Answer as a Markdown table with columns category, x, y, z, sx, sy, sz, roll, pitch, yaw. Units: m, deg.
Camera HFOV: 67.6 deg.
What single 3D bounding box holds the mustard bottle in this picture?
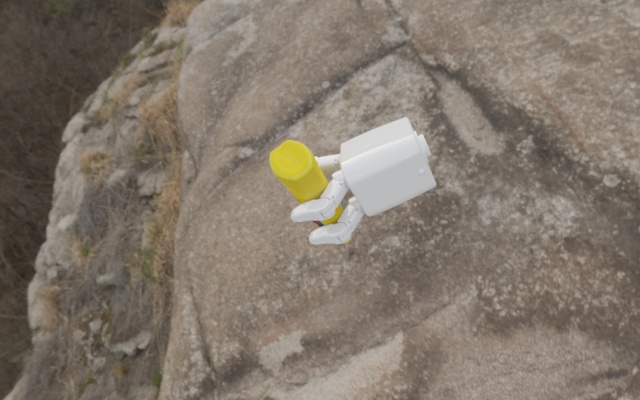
| category | x | y | z | sx | sy | sz | roll | pitch | yaw |
| --- | --- | --- | --- | --- | --- | --- | --- | --- | --- |
| mustard bottle | 0.000 | 0.002 | 0.705 | 0.096 | 0.058 | 0.192 | 45 | -8 | 50 |
